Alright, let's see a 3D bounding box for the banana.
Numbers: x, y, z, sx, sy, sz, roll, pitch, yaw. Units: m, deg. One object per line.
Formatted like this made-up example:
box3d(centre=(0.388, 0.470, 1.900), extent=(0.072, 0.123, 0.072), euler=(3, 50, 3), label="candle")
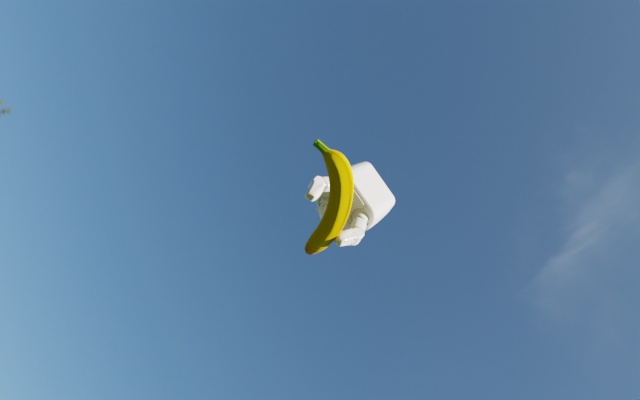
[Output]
box3d(centre=(0.016, 0.005, 0.751), extent=(0.069, 0.198, 0.037), euler=(18, 25, 26), label="banana")
